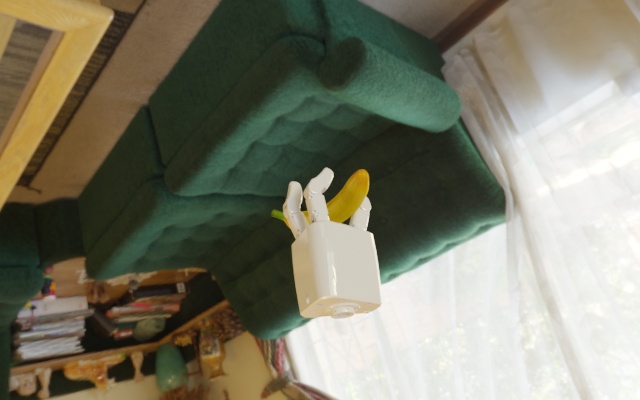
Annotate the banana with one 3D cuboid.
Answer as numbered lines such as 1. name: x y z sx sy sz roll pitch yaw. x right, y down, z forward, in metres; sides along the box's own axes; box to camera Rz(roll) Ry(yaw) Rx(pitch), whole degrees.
1. banana: 0.011 0.012 0.727 0.198 0.037 0.070 -25 -46 38
